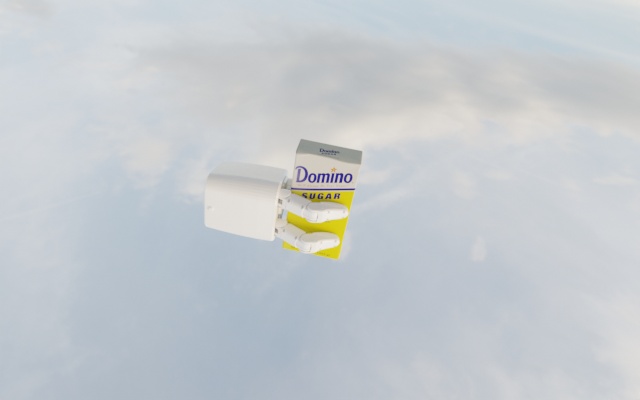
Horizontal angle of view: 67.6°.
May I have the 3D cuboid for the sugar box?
[{"bbox_3d":[0.000,0.003,0.706,0.093,0.176,0.048,11,37,1],"label":"sugar box"}]
